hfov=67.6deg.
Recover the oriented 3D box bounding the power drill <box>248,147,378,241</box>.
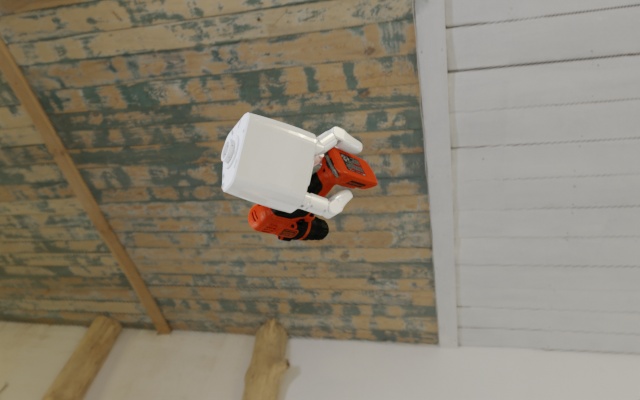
[{"bbox_3d":[0.000,0.002,0.786,0.188,0.057,0.184,-41,-30,24],"label":"power drill"}]
